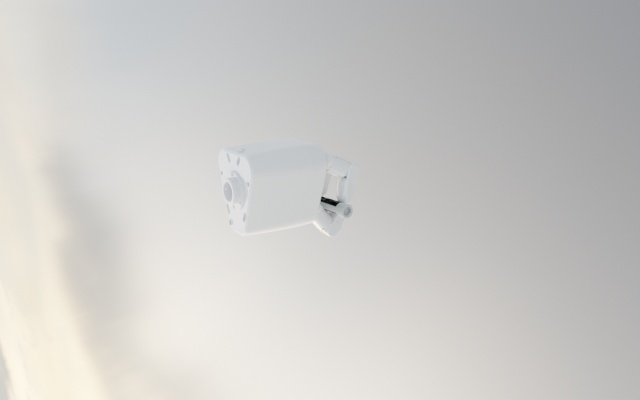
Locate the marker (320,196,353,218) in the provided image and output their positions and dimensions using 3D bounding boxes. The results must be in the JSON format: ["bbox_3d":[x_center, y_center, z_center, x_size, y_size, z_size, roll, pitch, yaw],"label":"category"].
[{"bbox_3d":[0.000,0.002,0.673,0.020,0.020,0.121,0,12,-37],"label":"marker"}]
